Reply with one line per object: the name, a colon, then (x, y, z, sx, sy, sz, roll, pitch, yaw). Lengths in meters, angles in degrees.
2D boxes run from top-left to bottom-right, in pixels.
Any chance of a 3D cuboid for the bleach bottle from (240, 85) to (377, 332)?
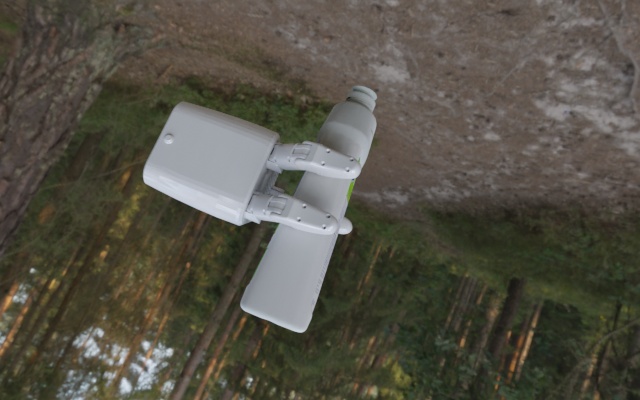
bleach bottle: (0.000, 0.002, 0.482, 0.068, 0.250, 0.102, 22, -14, 3)
